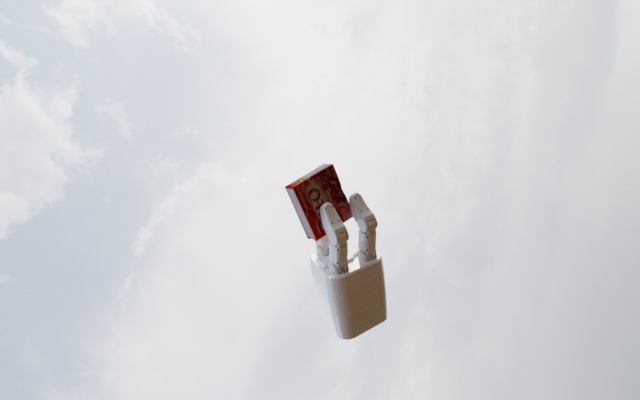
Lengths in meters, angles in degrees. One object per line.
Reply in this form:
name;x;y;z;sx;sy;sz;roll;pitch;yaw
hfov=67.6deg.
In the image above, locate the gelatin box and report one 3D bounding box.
gelatin box;0.000;0.002;0.684;0.073;0.089;0.030;-32;20;-25
